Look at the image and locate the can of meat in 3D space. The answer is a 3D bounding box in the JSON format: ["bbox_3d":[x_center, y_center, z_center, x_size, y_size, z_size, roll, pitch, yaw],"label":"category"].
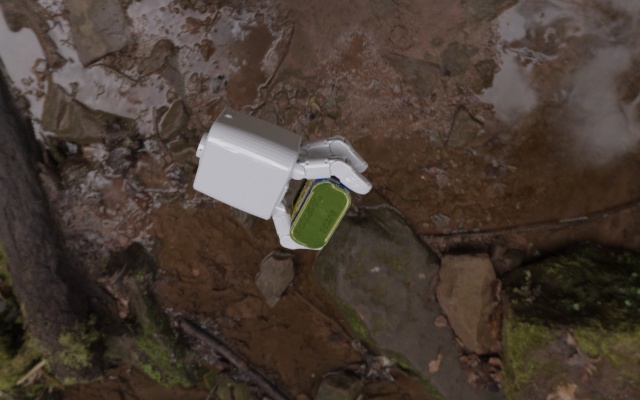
[{"bbox_3d":[0.000,0.002,0.623,0.057,0.102,0.084,25,25,-10],"label":"can of meat"}]
